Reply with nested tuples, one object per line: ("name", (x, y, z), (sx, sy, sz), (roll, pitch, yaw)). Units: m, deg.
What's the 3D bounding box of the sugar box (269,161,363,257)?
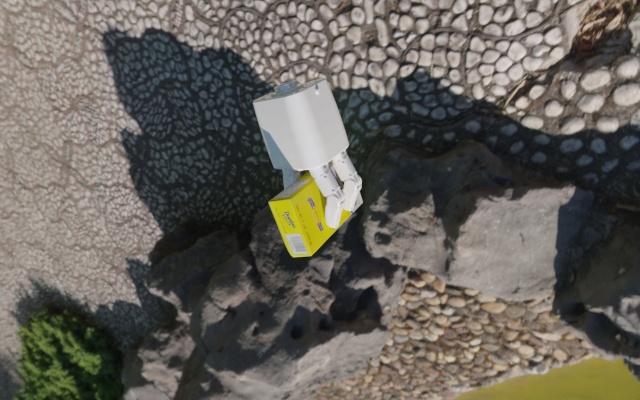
("sugar box", (0.000, 0.002, 0.729), (0.048, 0.093, 0.176), (-5, 23, 37))
